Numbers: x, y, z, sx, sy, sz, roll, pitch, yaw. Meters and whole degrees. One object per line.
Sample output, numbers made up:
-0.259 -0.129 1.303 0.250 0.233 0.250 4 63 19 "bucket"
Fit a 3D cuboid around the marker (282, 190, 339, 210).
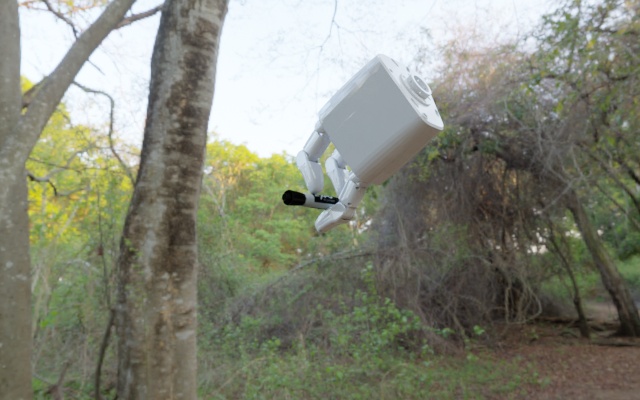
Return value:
0.000 0.002 0.600 0.020 0.020 0.121 0 -6 45 "marker"
